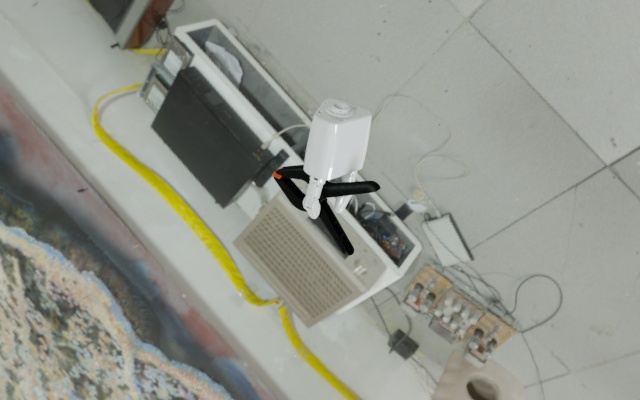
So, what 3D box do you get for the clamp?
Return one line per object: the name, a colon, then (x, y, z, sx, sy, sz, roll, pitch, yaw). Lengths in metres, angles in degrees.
clamp: (-0.001, 0.003, 0.893, 0.210, 0.165, 0.036, 24, 32, 21)
